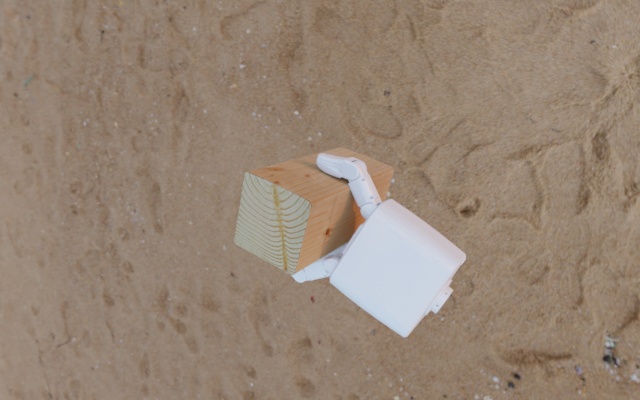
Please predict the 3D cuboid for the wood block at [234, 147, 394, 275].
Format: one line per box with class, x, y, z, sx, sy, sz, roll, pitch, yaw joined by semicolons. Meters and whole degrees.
wood block;0.000;0.002;0.591;0.090;0.091;0.206;25;25;25
